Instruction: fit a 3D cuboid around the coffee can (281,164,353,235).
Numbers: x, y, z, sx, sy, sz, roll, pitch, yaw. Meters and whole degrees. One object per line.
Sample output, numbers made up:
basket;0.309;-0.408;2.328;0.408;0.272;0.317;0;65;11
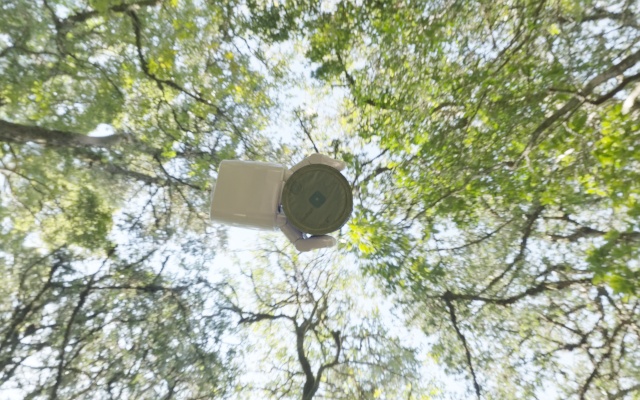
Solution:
coffee can;0.000;0.002;0.746;0.103;0.103;0.140;0;-3;4
